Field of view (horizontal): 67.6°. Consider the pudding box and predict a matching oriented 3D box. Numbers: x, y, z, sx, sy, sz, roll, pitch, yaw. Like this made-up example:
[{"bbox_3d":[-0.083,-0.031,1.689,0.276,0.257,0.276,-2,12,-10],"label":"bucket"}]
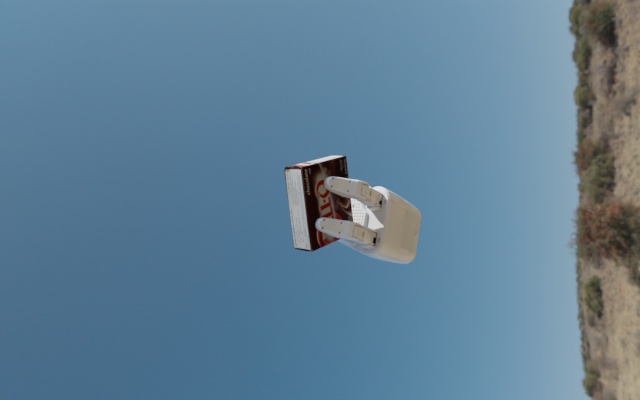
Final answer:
[{"bbox_3d":[0.000,0.002,0.636,0.039,0.113,0.090,0,13,41],"label":"pudding box"}]
